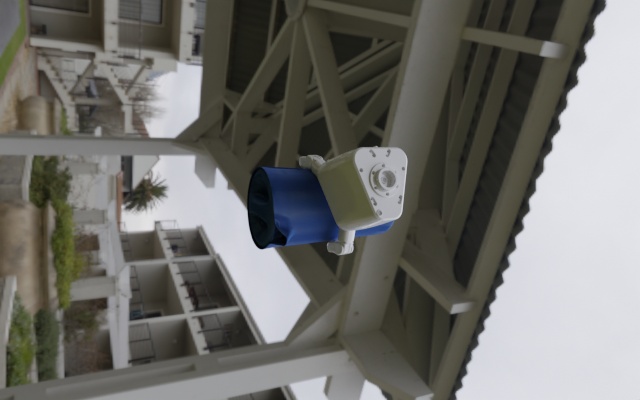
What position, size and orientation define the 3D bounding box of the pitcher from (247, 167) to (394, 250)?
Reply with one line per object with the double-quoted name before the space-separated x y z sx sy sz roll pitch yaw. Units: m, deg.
"pitcher" 0.000 0.003 0.822 0.243 0.149 0.145 -2 -8 -26
